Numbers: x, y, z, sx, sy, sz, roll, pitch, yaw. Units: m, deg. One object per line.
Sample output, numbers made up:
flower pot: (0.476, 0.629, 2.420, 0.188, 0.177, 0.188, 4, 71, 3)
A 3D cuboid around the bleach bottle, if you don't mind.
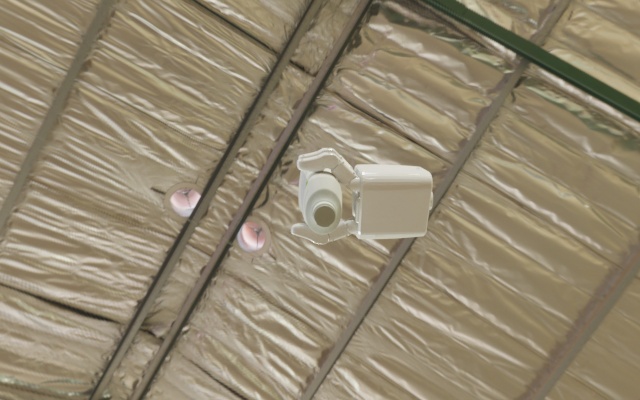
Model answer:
bleach bottle: (0.000, 0.002, 0.729, 0.068, 0.102, 0.250, 1, 12, -3)
